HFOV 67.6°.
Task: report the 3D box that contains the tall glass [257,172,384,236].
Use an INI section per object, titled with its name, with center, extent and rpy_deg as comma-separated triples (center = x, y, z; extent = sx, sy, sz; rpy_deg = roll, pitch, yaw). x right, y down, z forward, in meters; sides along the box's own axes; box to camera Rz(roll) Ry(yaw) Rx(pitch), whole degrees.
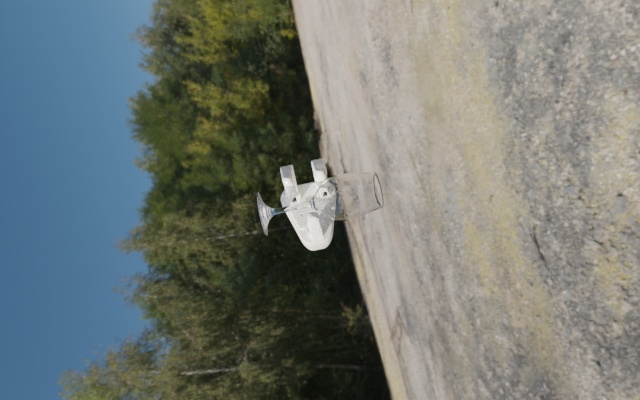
[tall glass]
center = -0.001, 0.003, 0.796
extent = 0.201, 0.079, 0.079
rpy_deg = -12, 0, -2
